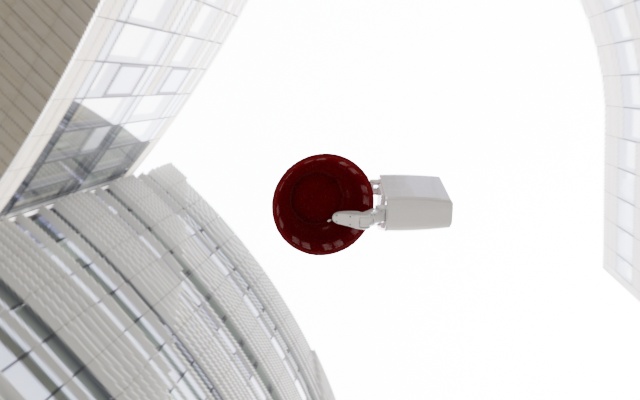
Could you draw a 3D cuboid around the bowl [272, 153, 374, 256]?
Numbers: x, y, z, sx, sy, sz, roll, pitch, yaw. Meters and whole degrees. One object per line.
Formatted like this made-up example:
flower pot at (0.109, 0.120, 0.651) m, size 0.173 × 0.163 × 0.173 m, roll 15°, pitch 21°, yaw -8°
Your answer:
bowl at (-0.001, 0.002, 0.755) m, size 0.162 × 0.162 × 0.055 m, roll 0°, pitch 13°, yaw -13°
